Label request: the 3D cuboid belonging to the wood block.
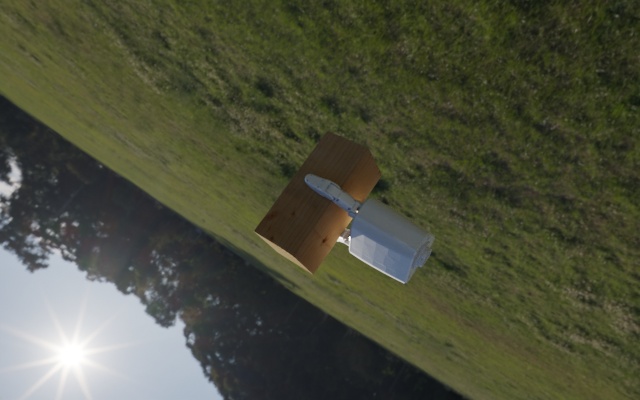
[{"bbox_3d":[0.000,0.003,0.783,0.090,0.206,0.091,28,-14,32],"label":"wood block"}]
